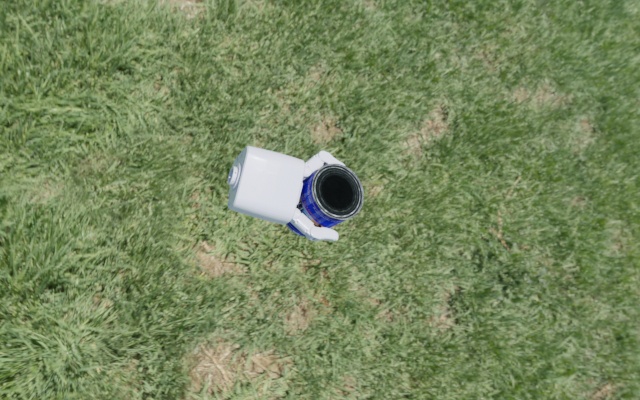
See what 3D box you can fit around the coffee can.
[{"bbox_3d":[0.000,0.003,0.880,0.103,0.102,0.140,0,-16,-28],"label":"coffee can"}]
